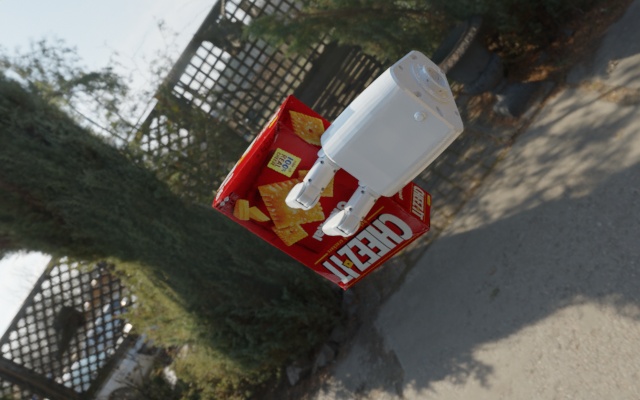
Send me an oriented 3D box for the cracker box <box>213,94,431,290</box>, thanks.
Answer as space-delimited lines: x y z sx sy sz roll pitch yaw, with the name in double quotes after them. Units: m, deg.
0.000 0.002 0.581 0.214 0.072 0.164 34 -51 -15 "cracker box"
